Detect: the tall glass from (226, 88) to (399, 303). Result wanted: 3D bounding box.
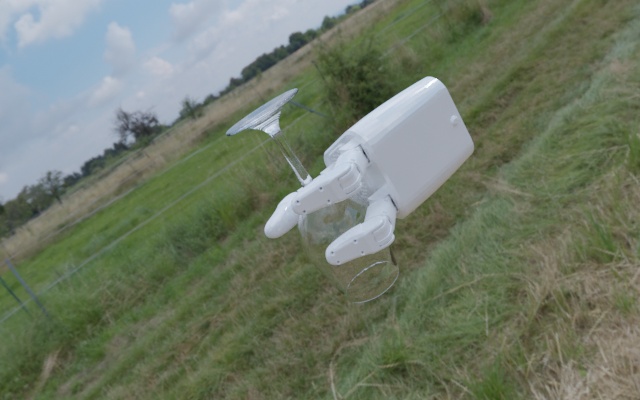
[{"bbox_3d":[0.000,0.001,0.447,0.079,0.201,0.079,-29,18,11],"label":"tall glass"}]
